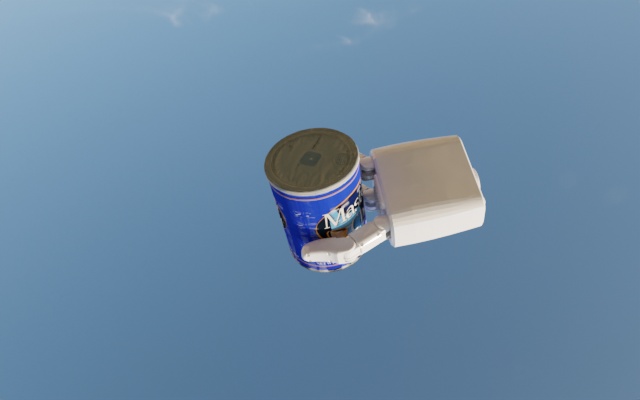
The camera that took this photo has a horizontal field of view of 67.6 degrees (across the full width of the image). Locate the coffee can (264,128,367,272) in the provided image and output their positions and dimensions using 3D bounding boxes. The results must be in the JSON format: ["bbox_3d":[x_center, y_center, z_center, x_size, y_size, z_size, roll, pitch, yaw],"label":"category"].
[{"bbox_3d":[0.000,0.002,0.558,0.103,0.102,0.140,0,-43,12],"label":"coffee can"}]
